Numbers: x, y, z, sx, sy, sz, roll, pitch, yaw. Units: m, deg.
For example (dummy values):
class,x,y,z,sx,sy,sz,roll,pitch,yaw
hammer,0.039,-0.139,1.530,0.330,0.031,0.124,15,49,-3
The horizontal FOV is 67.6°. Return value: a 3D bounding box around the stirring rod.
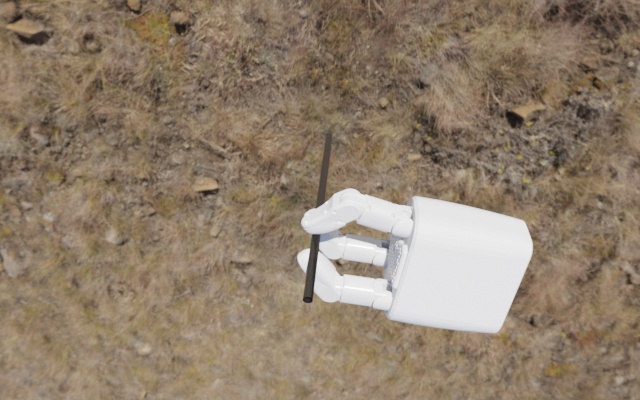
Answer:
class,x,y,z,sx,sy,sz,roll,pitch,yaw
stirring rod,0.000,0.001,0.469,0.011,0.011,0.239,0,40,6
